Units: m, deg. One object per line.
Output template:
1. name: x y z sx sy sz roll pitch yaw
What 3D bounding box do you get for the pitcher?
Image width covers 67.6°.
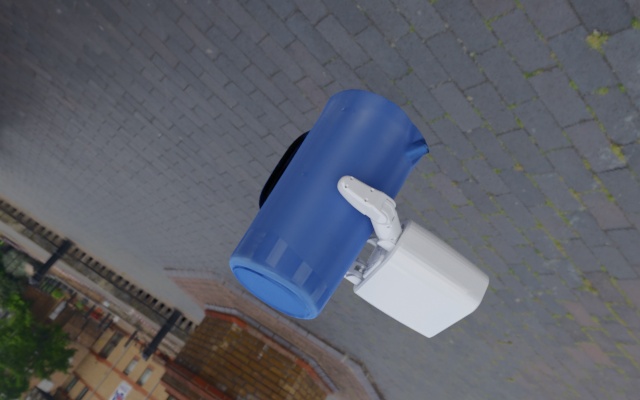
1. pitcher: 0.000 0.002 0.539 0.145 0.242 0.149 34 -26 -1
